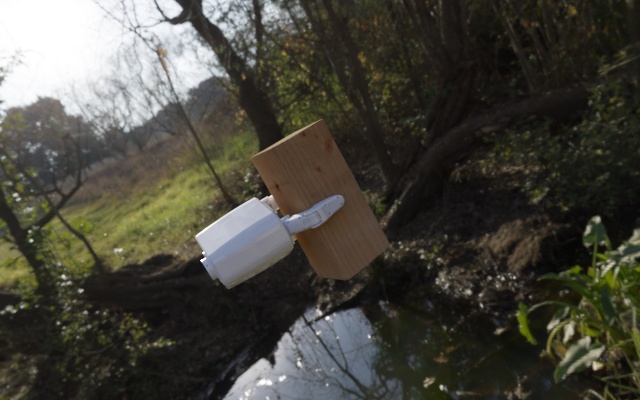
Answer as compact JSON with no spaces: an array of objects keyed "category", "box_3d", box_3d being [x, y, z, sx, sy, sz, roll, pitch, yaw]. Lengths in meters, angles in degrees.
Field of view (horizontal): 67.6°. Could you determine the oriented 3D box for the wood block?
[{"category":"wood block","box_3d":[0.000,0.002,0.686,0.090,0.206,0.091,-34,12,-26]}]
